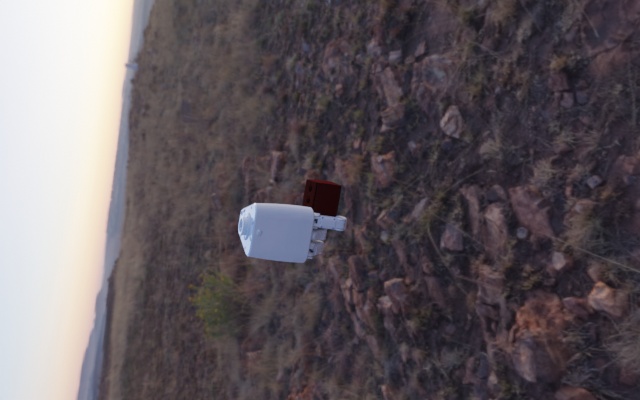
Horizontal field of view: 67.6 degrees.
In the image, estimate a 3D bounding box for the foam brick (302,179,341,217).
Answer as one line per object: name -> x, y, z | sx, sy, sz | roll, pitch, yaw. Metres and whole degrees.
foam brick -> 0.000, 0.003, 0.879 | 0.051, 0.078, 0.053 | 7, 6, -23
